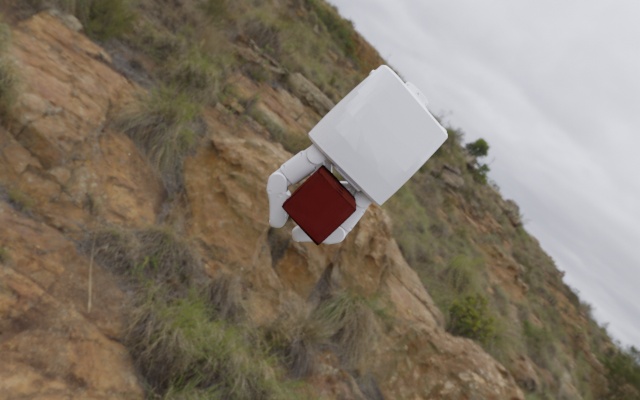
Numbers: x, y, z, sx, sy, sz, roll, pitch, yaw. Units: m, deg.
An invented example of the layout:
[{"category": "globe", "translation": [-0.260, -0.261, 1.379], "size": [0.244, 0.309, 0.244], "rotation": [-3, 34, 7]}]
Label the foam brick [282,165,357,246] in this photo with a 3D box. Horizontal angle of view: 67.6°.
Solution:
[{"category": "foam brick", "translation": [0.000, 0.002, 0.483], "size": [0.051, 0.053, 0.078], "rotation": [-42, 6, 9]}]
